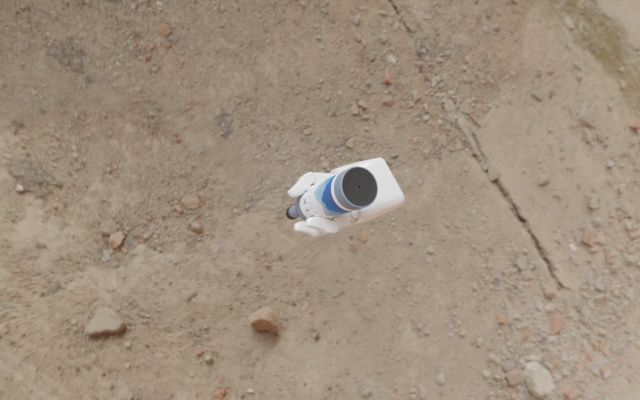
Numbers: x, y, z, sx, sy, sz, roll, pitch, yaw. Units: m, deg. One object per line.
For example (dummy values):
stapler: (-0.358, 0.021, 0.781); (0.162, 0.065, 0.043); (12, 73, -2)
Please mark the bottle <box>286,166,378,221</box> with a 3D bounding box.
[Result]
bottle: (0.000, 0.003, 0.868); (0.069, 0.069, 0.296); (0, -9, -25)
